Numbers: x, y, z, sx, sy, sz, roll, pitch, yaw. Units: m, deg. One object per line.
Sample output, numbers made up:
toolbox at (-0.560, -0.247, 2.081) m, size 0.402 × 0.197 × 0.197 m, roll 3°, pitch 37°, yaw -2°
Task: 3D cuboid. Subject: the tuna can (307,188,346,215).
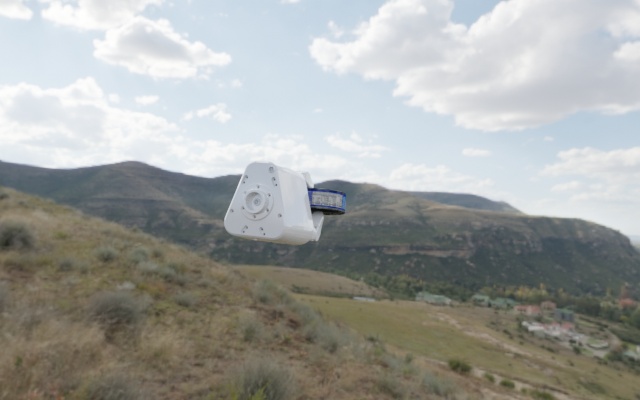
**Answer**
tuna can at (0.000, 0.002, 0.805) m, size 0.086 × 0.033 × 0.086 m, roll 4°, pitch -8°, yaw 1°
